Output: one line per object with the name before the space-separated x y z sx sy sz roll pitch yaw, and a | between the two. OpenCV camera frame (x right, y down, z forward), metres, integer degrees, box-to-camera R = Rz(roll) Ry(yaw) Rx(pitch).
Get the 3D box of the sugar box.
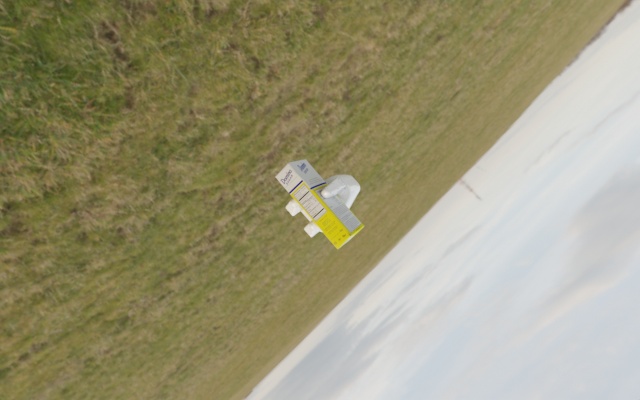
sugar box | 0.000 0.003 0.893 0.048 0.176 0.093 -46 -8 19
